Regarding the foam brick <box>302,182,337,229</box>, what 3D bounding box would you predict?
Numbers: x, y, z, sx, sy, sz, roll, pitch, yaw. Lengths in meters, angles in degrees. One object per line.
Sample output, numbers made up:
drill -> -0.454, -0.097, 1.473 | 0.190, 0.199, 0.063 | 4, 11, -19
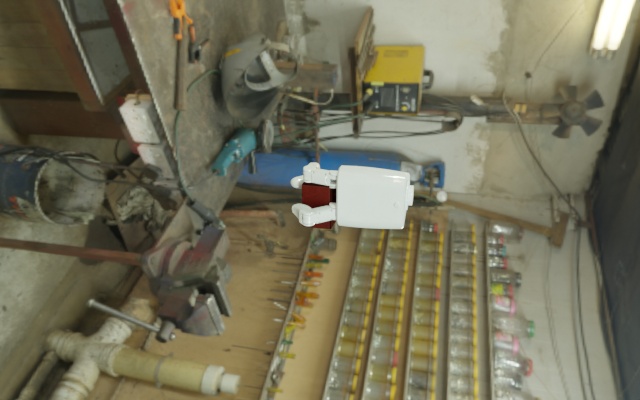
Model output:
foam brick -> 0.000, 0.003, 0.804 | 0.051, 0.078, 0.053 | 5, 22, 14
